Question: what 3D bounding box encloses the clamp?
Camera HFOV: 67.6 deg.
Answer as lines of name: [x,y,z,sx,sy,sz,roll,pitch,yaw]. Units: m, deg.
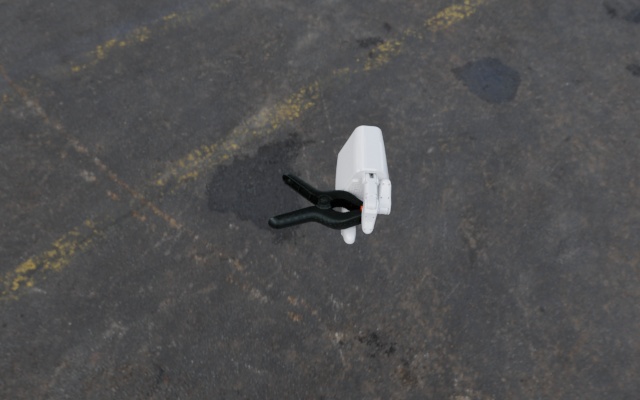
clamp: [0.000,0.002,0.820,0.171,0.120,0.039,4,-35,-4]
